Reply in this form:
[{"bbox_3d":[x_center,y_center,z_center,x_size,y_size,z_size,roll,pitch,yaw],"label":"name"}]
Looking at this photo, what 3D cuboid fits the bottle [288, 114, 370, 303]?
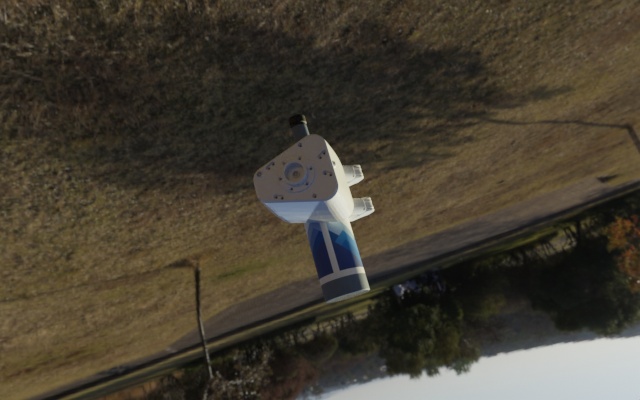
[{"bbox_3d":[0.000,0.003,0.726,0.069,0.295,0.069,-15,-17,-5],"label":"bottle"}]
